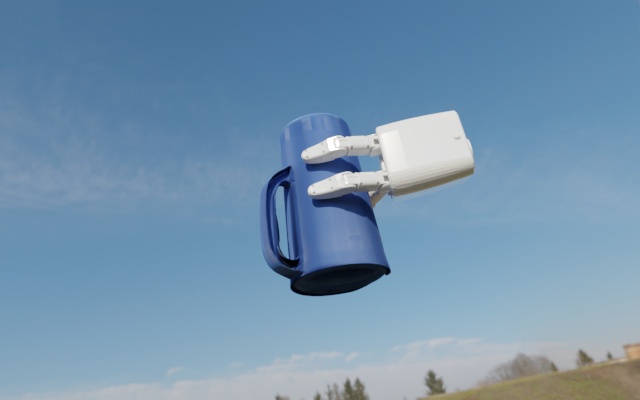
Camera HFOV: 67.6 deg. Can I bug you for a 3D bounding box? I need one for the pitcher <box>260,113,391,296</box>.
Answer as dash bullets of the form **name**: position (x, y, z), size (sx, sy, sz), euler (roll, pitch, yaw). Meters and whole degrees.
- **pitcher**: position (0.000, 0.002, 0.663), size (0.145, 0.242, 0.149), euler (-14, -26, 8)
